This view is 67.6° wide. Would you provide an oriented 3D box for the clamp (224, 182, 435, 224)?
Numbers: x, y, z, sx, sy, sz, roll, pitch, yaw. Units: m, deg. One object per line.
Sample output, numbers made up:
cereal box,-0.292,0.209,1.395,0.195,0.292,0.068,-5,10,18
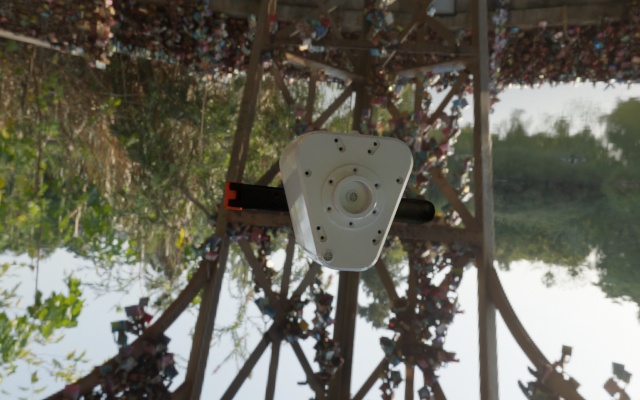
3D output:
clamp,0.000,0.003,0.536,0.210,0.036,0.164,4,1,-9
